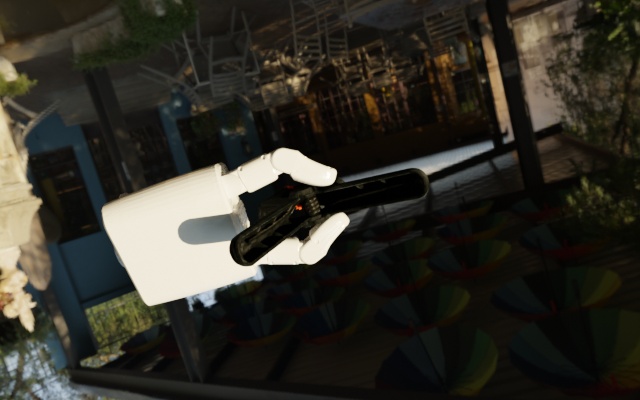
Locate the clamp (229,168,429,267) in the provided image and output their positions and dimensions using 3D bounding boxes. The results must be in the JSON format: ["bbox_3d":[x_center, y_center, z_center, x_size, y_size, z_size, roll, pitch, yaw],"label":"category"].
[{"bbox_3d":[0.000,0.002,0.451,0.164,0.036,0.210,-19,9,-4],"label":"clamp"}]
